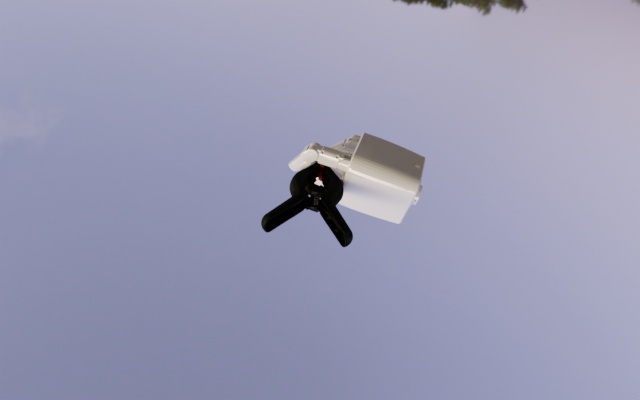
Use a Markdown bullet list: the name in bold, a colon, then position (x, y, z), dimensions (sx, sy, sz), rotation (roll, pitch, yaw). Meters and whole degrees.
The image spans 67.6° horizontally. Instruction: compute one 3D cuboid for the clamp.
- **clamp**: position (0.000, 0.003, 0.675), dimensions (0.120, 0.039, 0.171), rotation (21, 41, 4)
